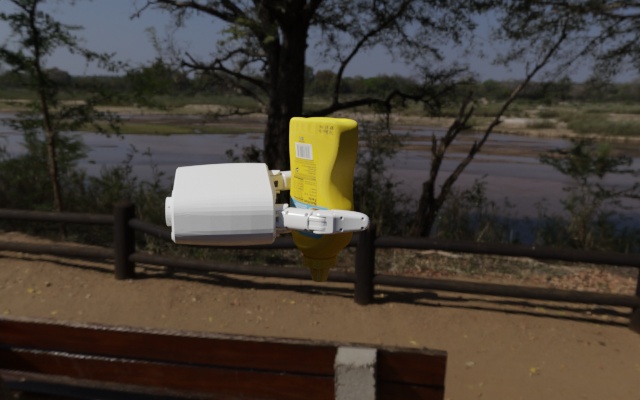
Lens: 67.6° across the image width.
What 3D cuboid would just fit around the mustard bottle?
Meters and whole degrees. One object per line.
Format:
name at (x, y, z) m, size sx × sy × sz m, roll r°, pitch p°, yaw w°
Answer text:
mustard bottle at (0.000, 0.002, 0.553) m, size 0.058 × 0.192 × 0.096 m, roll -7°, pitch 14°, yaw -36°
